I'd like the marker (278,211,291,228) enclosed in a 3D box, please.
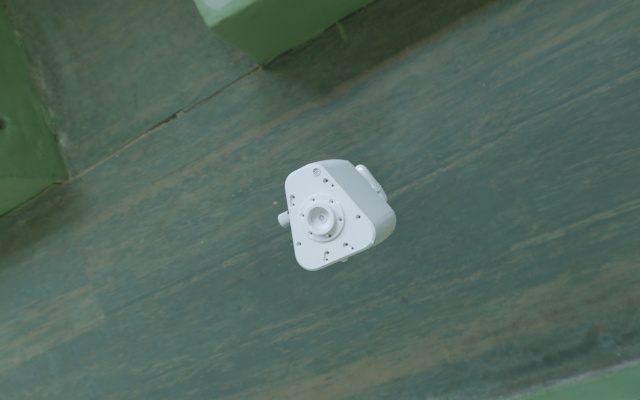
[{"bbox_3d":[0.000,0.002,0.609,0.121,0.020,0.020,-27,-9,19],"label":"marker"}]
